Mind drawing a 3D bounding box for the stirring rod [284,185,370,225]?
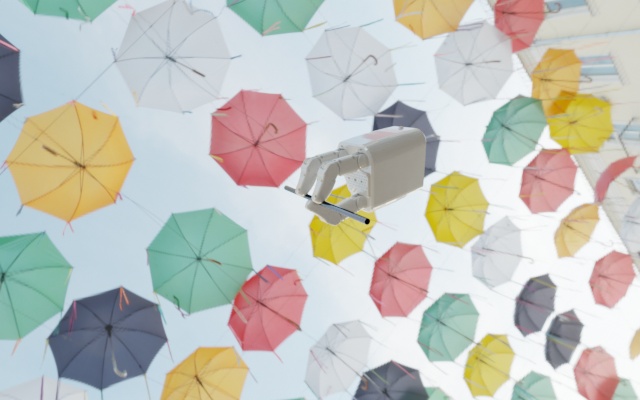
[{"bbox_3d":[0.000,0.002,0.674,0.011,0.011,0.239,0,11,-28],"label":"stirring rod"}]
